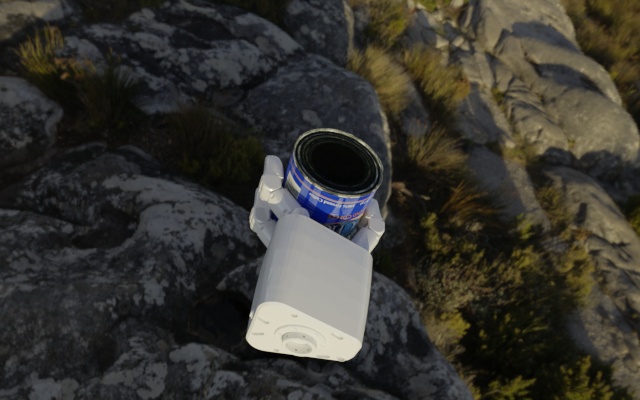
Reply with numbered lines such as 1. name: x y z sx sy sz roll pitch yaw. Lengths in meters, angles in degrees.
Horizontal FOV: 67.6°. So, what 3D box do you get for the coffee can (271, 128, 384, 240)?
1. coffee can: 0.000 0.002 0.559 0.103 0.102 0.140 0 -40 -22
